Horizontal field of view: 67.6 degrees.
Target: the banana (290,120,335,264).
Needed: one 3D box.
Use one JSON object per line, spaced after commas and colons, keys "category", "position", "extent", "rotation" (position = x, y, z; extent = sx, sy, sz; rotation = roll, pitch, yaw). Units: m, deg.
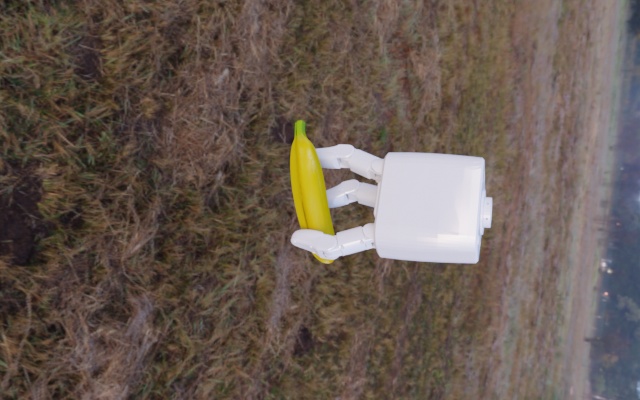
{"category": "banana", "position": [-0.005, 0.008, 0.570], "extent": [0.037, 0.198, 0.069], "rotation": [-1, 28, 17]}
